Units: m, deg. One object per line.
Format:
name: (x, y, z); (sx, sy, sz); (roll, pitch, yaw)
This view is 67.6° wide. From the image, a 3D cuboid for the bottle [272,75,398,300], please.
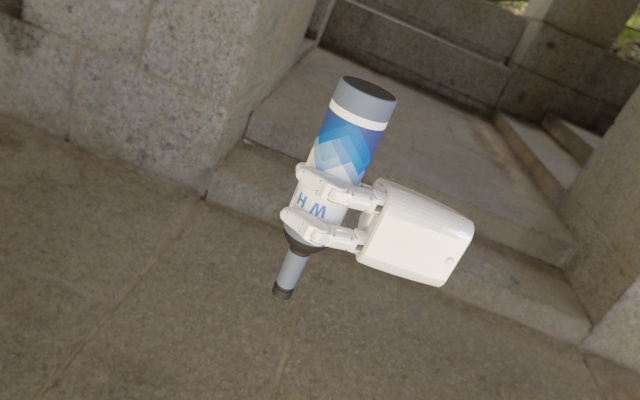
bottle: (0.000, 0.002, 0.574); (0.069, 0.296, 0.069); (19, 26, -9)
